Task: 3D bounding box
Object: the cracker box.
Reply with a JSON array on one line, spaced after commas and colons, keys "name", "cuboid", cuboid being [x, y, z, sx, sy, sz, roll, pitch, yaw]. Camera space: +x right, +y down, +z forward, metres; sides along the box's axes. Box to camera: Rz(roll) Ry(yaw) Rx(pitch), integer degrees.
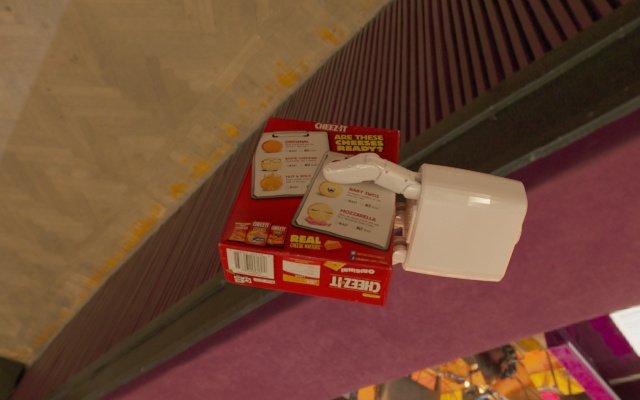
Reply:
[{"name": "cracker box", "cuboid": [0.000, 0.002, 0.527, 0.164, 0.072, 0.213, 7, 44, 5]}]
